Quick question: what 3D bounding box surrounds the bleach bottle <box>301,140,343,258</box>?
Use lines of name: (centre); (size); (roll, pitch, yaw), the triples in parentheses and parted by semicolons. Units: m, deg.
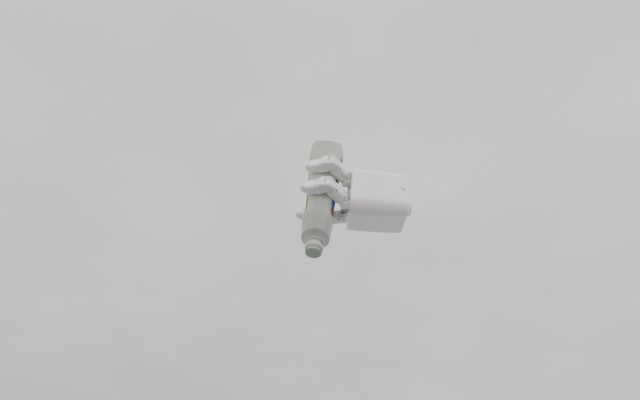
bleach bottle: (0.000, 0.003, 0.883); (0.068, 0.250, 0.103); (6, -43, 2)
